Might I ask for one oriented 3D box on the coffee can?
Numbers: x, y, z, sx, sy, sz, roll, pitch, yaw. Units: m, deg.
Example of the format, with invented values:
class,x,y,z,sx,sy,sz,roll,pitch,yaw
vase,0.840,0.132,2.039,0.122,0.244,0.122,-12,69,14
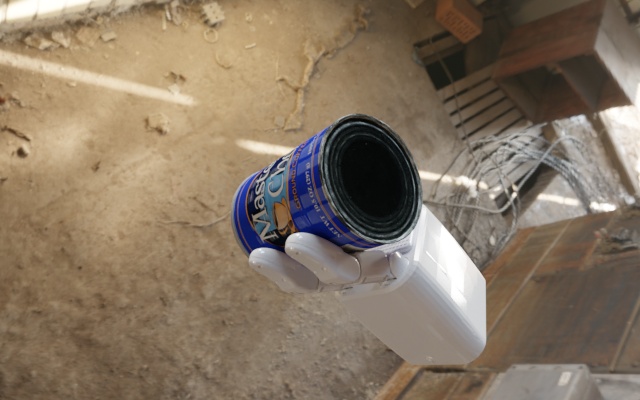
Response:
class,x,y,z,sx,sy,sz,roll,pitch,yaw
coffee can,0.000,0.001,0.408,0.103,0.102,0.140,0,-16,-37
